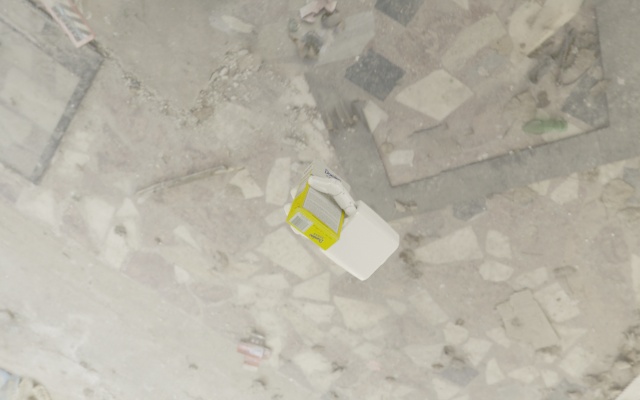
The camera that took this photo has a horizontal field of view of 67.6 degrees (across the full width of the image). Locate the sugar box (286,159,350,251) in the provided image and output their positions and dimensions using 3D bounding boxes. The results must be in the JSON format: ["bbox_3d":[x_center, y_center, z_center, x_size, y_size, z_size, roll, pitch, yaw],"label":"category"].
[{"bbox_3d":[0.000,0.003,0.879,0.048,0.093,0.176,-43,16,28],"label":"sugar box"}]
